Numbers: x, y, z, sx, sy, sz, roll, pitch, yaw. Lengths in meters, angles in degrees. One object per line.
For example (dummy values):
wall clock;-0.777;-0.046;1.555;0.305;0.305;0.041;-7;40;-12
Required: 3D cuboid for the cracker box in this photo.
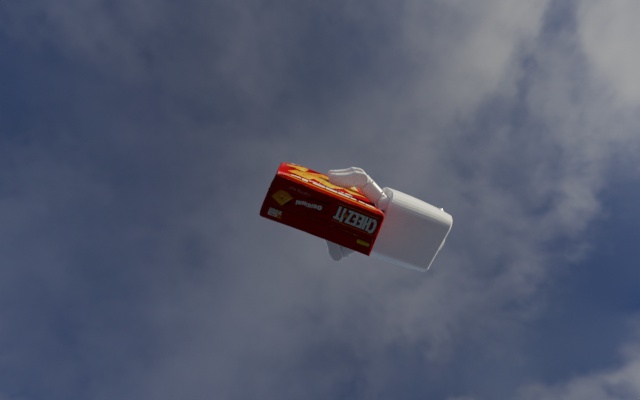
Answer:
cracker box;0.000;0.003;0.748;0.164;0.072;0.213;20;7;-5
